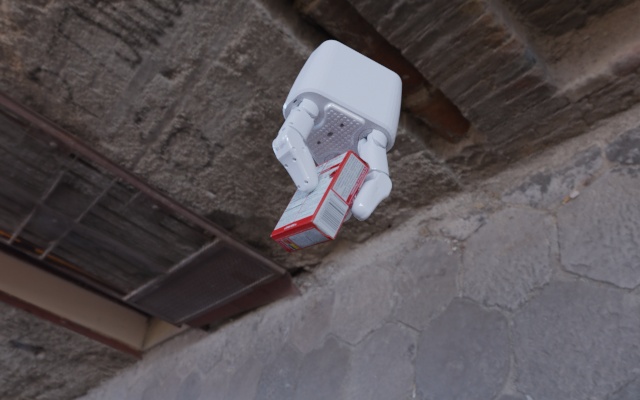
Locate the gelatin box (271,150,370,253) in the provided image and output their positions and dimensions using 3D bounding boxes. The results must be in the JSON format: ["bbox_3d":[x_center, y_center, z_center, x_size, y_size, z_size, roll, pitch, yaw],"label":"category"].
[{"bbox_3d":[0.000,0.001,0.446,0.030,0.089,0.073,41,-33,-19],"label":"gelatin box"}]
